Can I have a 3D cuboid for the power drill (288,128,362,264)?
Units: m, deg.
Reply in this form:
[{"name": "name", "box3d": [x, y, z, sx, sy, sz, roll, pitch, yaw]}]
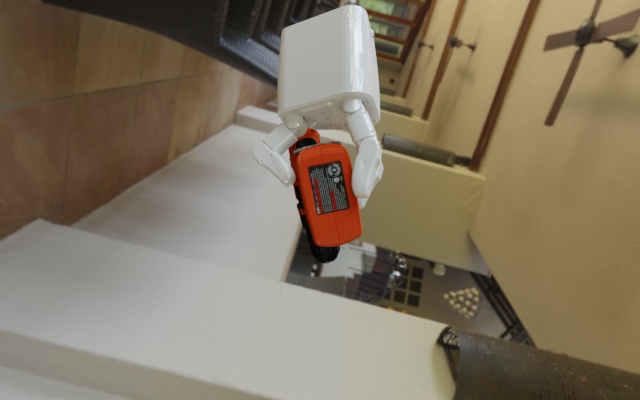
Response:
[{"name": "power drill", "box3d": [0.000, 0.002, 0.573, 0.057, 0.184, 0.187, -14, 7, -7]}]
